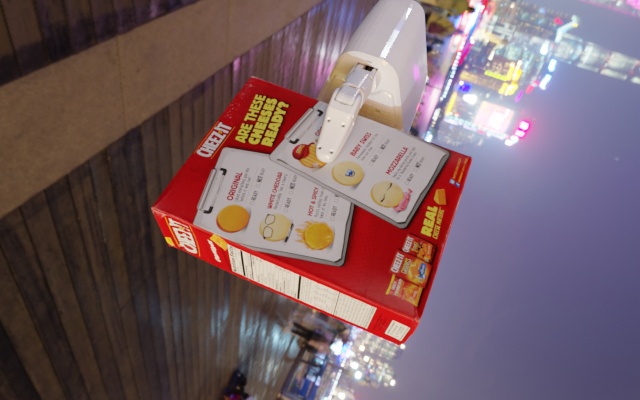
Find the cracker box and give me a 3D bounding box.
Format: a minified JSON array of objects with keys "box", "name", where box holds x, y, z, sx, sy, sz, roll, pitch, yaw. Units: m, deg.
[{"box":[0.000,0.001,0.406,0.213,0.164,0.072,21,-33,9],"name":"cracker box"}]
